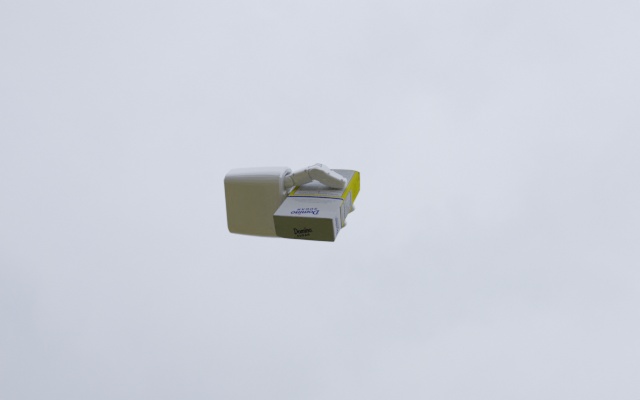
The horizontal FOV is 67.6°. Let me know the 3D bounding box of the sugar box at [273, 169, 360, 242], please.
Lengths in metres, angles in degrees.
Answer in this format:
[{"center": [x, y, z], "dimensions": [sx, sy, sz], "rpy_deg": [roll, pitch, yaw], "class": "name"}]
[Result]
[{"center": [0.000, 0.003, 0.756], "dimensions": [0.093, 0.048, 0.176], "rpy_deg": [3, 30, 18], "class": "sugar box"}]
